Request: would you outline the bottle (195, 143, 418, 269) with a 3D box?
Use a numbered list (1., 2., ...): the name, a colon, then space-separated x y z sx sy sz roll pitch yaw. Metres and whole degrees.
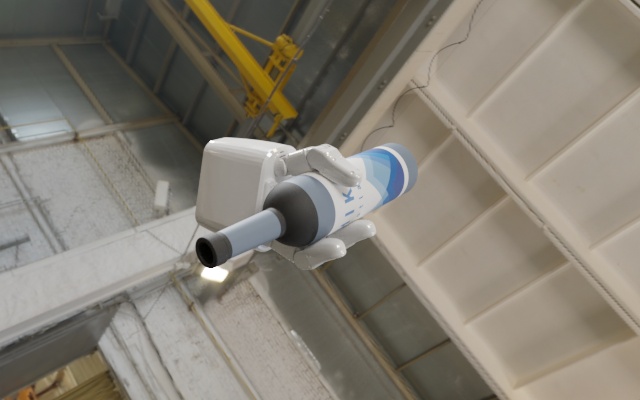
1. bottle: 0.000 0.002 0.488 0.069 0.069 0.295 0 16 41
